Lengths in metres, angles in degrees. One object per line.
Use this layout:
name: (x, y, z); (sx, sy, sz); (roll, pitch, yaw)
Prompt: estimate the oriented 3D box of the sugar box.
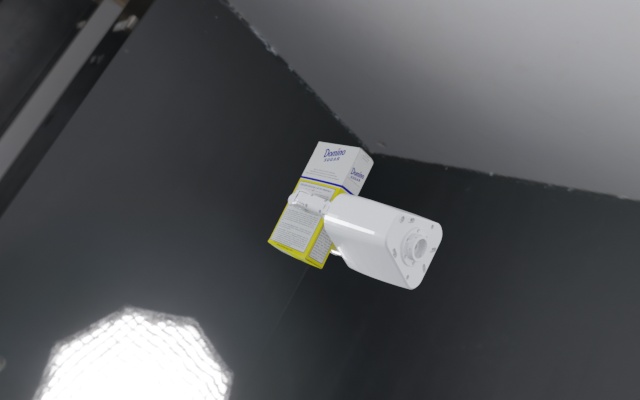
sugar box: (0.000, 0.003, 0.700); (0.093, 0.176, 0.048); (17, -17, 46)
